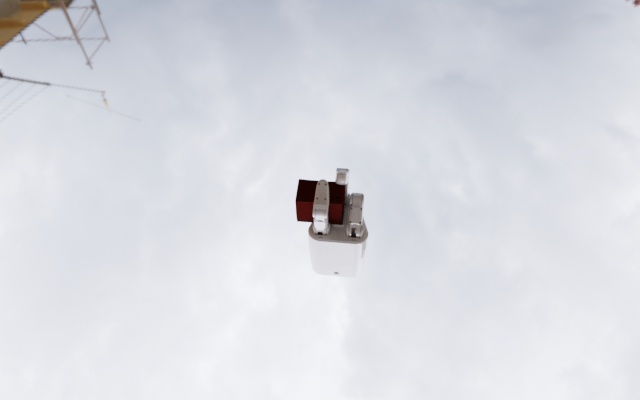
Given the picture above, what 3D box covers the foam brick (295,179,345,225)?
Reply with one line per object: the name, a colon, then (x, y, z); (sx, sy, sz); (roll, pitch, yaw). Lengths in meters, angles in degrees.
foam brick: (0.000, 0.002, 0.781); (0.078, 0.053, 0.051); (5, -43, 5)
